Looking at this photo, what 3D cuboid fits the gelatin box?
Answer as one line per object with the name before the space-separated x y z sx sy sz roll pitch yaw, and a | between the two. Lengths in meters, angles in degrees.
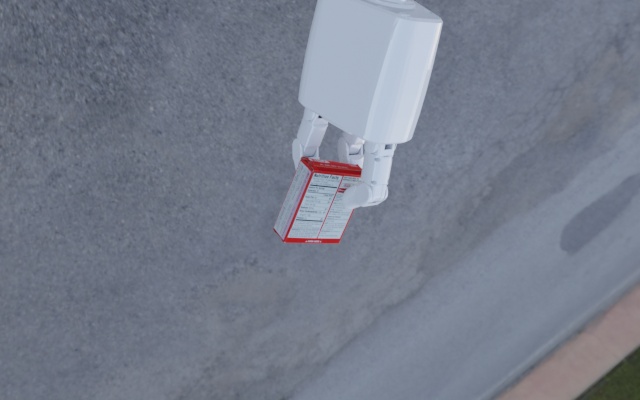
gelatin box | 0.000 0.002 0.496 0.073 0.089 0.030 4 29 -37
